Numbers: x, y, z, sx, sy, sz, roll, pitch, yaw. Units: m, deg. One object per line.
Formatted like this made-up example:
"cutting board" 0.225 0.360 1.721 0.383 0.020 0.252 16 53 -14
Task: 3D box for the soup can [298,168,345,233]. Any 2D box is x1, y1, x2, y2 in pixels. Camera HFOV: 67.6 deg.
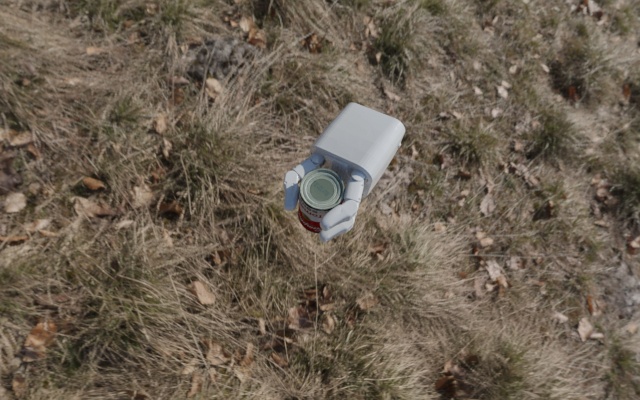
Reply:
"soup can" 0.000 0.003 0.726 0.068 0.068 0.102 0 -22 -3
